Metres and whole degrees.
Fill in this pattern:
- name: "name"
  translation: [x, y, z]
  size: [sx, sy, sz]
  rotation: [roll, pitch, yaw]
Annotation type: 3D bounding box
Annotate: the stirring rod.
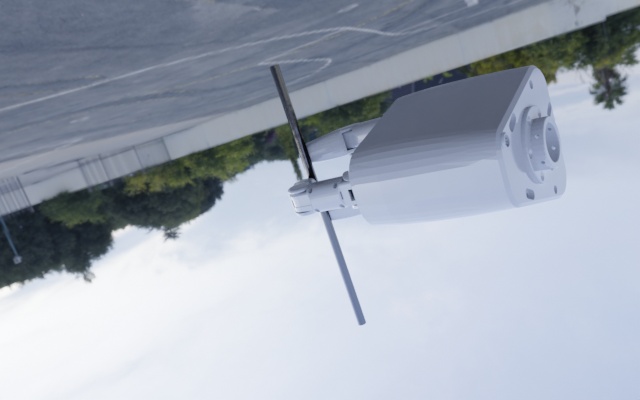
- name: "stirring rod"
  translation: [0.000, 0.001, 0.414]
  size: [0.011, 0.239, 0.011]
  rotation: [-18, 12, 4]
